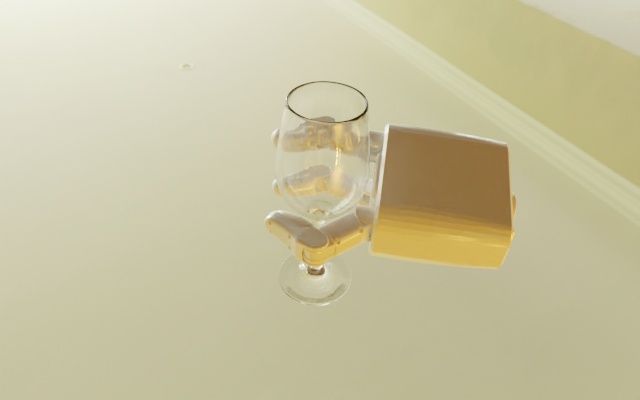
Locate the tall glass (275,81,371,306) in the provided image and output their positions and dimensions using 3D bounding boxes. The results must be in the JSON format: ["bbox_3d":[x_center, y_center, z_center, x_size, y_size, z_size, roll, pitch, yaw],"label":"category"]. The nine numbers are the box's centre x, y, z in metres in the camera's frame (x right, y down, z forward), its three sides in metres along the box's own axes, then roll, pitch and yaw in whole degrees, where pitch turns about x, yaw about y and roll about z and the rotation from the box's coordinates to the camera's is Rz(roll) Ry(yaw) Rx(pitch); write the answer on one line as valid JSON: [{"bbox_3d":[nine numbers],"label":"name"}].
[{"bbox_3d":[0.000,0.002,0.416,0.079,0.201,0.079,2,41,-2],"label":"tall glass"}]
